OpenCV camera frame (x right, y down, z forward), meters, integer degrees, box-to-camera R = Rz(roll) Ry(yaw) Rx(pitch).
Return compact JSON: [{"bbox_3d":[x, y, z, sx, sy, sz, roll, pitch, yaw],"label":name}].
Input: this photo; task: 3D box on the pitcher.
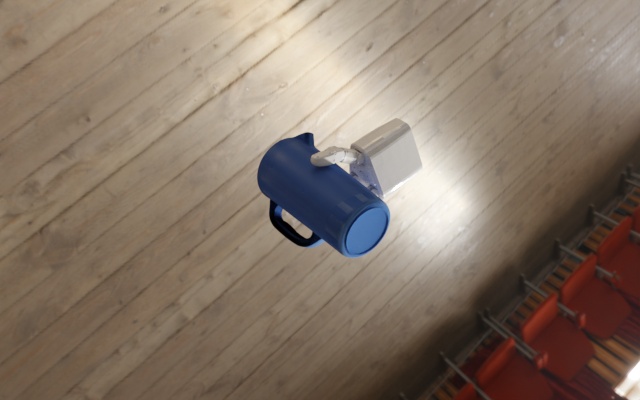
[{"bbox_3d":[0.000,0.003,0.832,0.145,0.149,0.242,-33,45,-19],"label":"pitcher"}]
